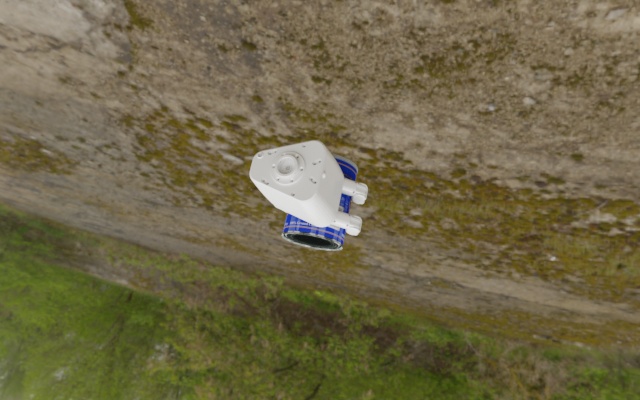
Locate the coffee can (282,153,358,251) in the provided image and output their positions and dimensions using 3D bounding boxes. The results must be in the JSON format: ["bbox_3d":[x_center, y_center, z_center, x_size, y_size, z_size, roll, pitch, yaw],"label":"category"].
[{"bbox_3d":[0.000,0.003,0.796,0.103,0.140,0.103,11,-16,3],"label":"coffee can"}]
